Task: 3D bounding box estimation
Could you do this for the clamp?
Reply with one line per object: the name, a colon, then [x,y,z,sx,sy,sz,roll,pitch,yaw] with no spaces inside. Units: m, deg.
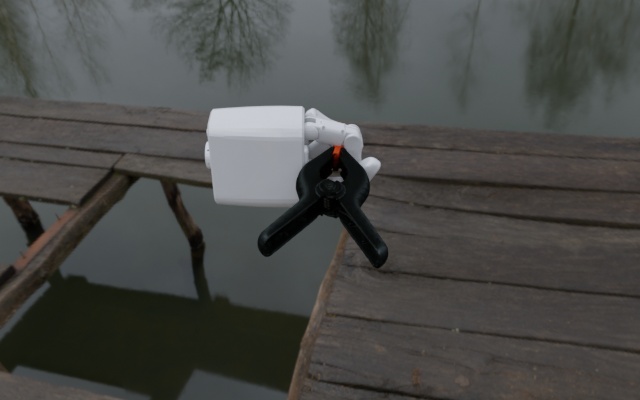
clamp: [0.000,0.001,0.490,0.120,0.039,0.171,4,39,-6]
